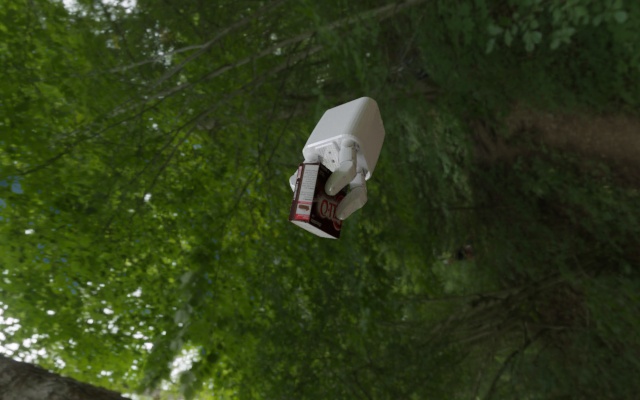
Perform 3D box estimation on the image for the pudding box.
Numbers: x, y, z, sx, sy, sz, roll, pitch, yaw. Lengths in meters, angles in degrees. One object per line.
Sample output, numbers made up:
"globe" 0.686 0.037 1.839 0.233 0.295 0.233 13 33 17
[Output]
"pudding box" 0.000 0.002 0.709 0.039 0.090 0.113 3 -14 28
